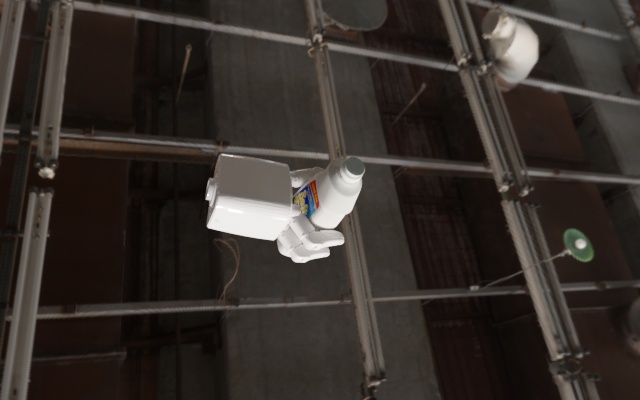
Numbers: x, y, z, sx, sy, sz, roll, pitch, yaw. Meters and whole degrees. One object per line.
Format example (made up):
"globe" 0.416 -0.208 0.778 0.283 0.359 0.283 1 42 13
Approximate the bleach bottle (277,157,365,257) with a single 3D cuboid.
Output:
"bleach bottle" 0.000 0.002 0.725 0.068 0.102 0.251 11 -29 -18
